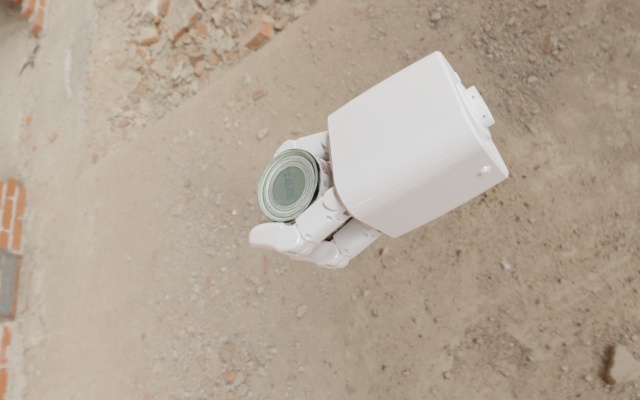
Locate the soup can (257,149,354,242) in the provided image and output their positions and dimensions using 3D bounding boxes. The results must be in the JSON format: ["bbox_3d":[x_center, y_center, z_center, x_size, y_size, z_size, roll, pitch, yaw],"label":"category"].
[{"bbox_3d":[-0.001,0.001,0.437,0.068,0.068,0.102,0,-17,36],"label":"soup can"}]
